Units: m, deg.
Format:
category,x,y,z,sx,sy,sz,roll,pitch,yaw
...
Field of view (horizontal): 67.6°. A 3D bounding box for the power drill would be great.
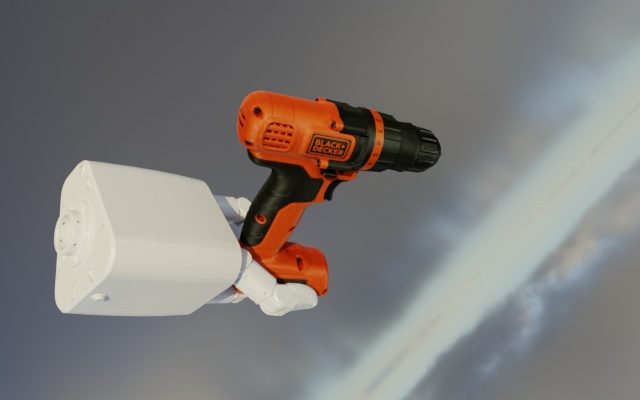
category,x,y,z,sx,sy,sz,roll,pitch,yaw
power drill,0.000,0.002,0.428,0.184,0.188,0.057,8,31,-25
